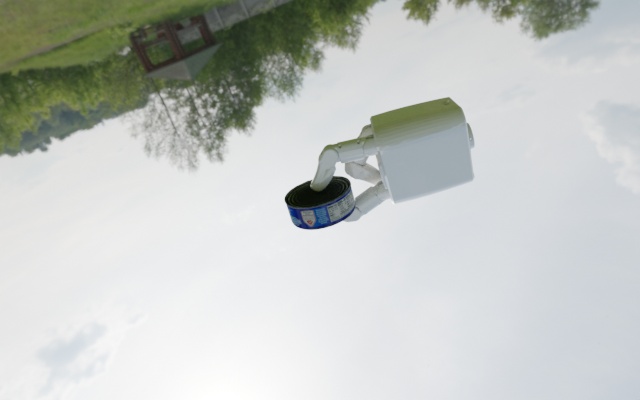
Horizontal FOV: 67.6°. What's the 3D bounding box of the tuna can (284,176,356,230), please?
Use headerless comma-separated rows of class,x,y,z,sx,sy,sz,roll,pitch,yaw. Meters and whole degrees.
tuna can,0.000,0.002,0.601,0.086,0.034,0.086,-13,24,6
